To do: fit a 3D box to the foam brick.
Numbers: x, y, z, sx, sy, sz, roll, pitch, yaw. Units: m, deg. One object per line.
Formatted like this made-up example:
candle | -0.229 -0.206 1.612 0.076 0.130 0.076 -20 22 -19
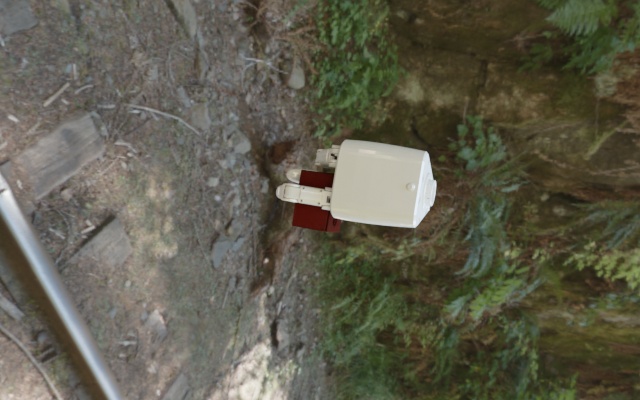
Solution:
foam brick | 0.000 0.002 0.639 0.051 0.078 0.053 9 -1 20
